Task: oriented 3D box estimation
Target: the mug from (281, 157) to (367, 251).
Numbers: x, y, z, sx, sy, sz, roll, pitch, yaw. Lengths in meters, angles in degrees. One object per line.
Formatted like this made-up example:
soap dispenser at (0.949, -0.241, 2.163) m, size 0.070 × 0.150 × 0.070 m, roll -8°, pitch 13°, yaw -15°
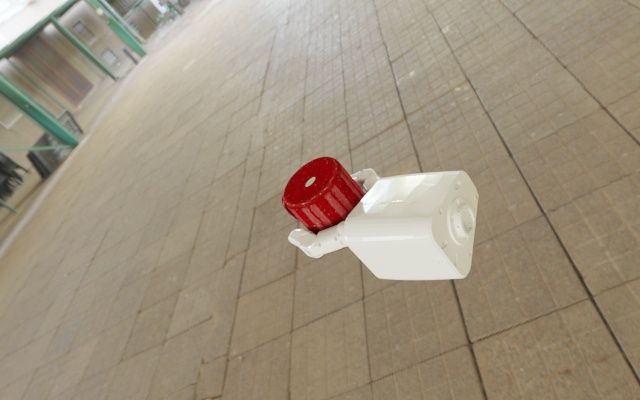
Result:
mug at (-0.001, 0.002, 0.591) m, size 0.117 × 0.093 × 0.081 m, roll -5°, pitch -43°, yaw 43°
